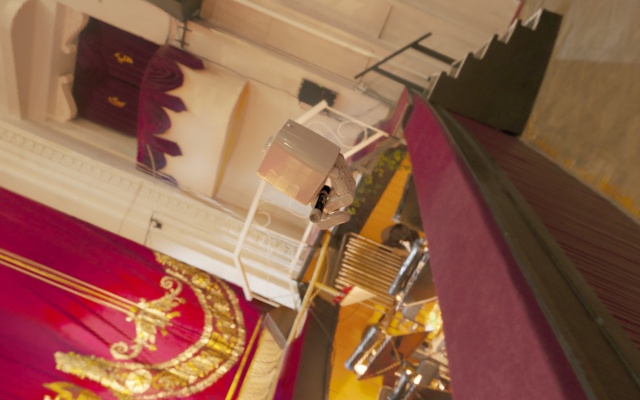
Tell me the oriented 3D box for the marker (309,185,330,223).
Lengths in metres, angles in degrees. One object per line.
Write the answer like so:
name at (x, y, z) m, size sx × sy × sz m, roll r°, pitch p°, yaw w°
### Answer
marker at (0.000, 0.003, 0.792) m, size 0.020 × 0.020 × 0.121 m, roll 0°, pitch 24°, yaw 10°
